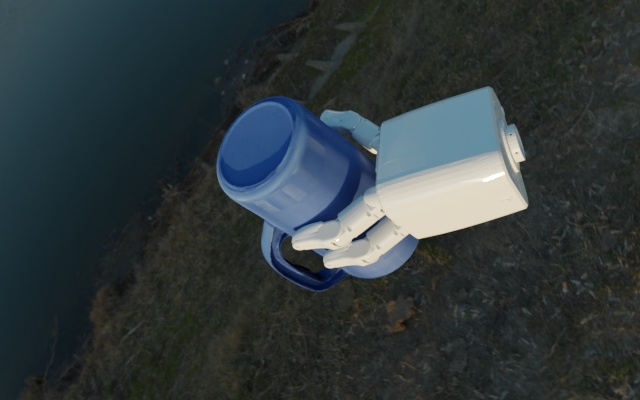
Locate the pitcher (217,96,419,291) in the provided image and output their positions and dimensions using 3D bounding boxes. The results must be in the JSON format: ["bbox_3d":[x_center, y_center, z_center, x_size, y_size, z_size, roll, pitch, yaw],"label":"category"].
[{"bbox_3d":[0.000,0.002,0.522,0.145,0.149,0.243,-15,-29,30],"label":"pitcher"}]
